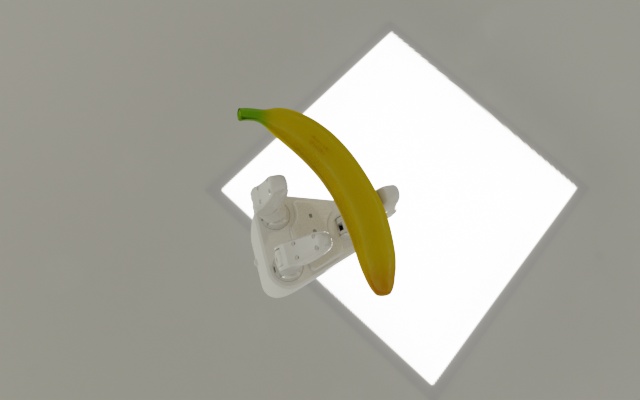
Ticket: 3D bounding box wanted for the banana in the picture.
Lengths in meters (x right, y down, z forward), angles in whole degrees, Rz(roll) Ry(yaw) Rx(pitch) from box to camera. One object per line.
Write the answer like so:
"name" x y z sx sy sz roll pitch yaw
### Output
"banana" 0.012 -0.011 0.413 0.069 0.198 0.037 -37 -6 -25
